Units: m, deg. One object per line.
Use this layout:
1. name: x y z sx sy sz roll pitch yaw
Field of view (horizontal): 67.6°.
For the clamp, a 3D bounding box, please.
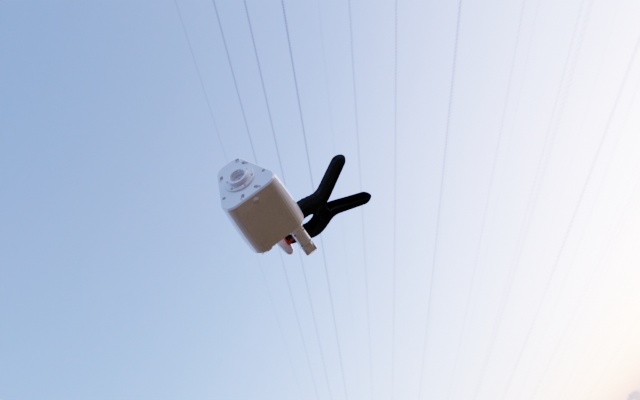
1. clamp: 0.000 0.003 0.799 0.171 0.120 0.039 -36 36 -10
